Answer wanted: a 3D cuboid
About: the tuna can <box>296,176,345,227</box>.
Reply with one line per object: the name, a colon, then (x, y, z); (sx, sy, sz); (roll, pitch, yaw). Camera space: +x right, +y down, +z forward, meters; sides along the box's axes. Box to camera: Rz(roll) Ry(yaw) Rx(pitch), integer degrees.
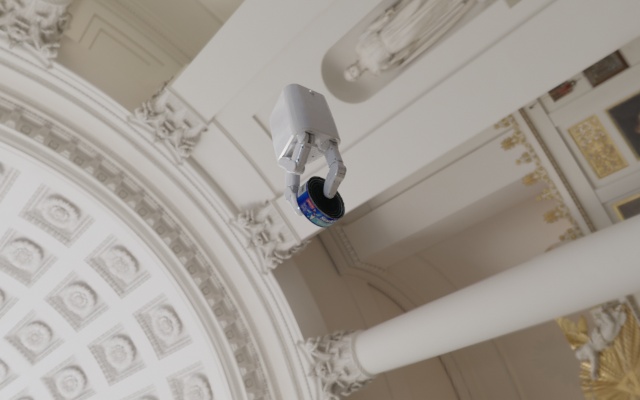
tuna can: (0.000, 0.003, 0.814); (0.034, 0.086, 0.086); (-39, -23, 32)
